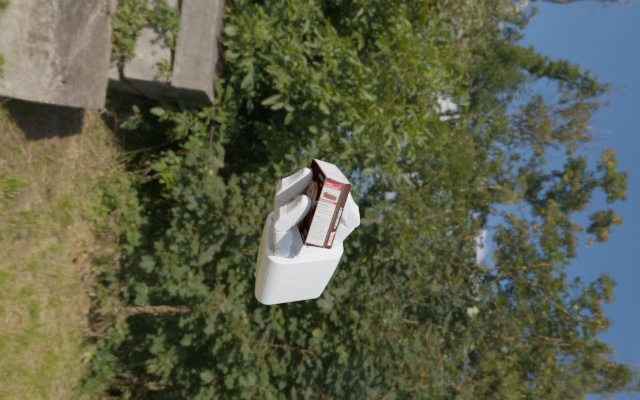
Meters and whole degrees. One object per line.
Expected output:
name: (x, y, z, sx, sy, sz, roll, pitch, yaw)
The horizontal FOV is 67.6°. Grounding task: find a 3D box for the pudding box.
pudding box: (0.000, 0.002, 0.616, 0.039, 0.090, 0.113, 13, 13, -15)
